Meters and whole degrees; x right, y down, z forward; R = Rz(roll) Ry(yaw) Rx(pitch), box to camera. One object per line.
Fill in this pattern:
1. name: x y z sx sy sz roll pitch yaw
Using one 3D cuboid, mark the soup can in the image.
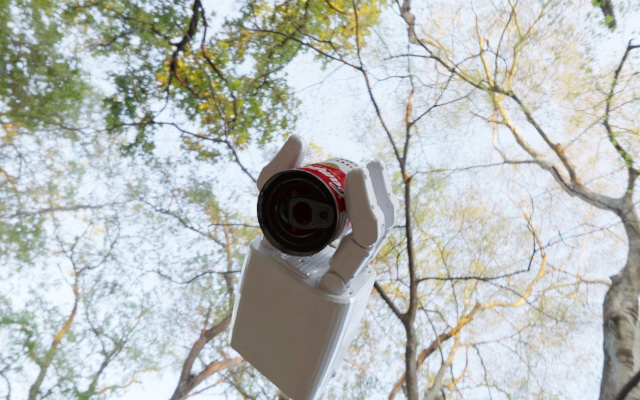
1. soup can: 0.000 0.001 0.406 0.068 0.068 0.102 0 10 22
